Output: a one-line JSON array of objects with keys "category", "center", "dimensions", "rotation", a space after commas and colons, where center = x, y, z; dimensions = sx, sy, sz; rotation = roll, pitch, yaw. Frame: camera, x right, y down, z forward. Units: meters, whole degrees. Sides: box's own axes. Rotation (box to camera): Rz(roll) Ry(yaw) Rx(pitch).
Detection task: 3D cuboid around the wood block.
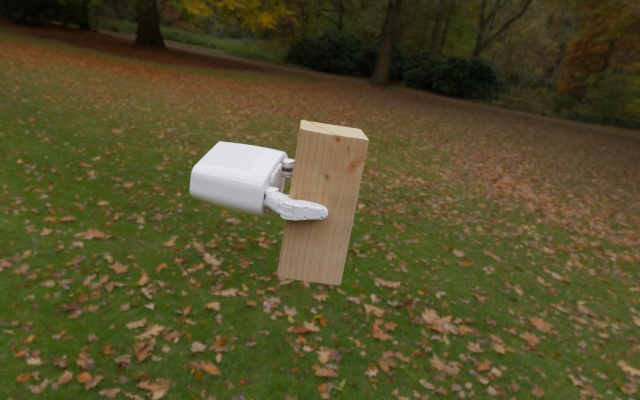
[{"category": "wood block", "center": [0.000, 0.002, 0.667], "dimensions": [0.090, 0.206, 0.090], "rotation": [8, 17, -4]}]
